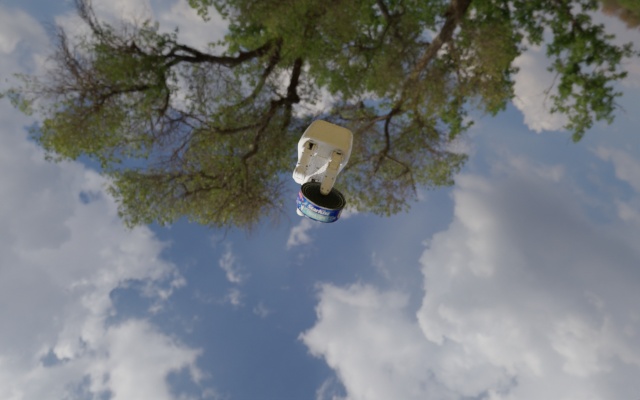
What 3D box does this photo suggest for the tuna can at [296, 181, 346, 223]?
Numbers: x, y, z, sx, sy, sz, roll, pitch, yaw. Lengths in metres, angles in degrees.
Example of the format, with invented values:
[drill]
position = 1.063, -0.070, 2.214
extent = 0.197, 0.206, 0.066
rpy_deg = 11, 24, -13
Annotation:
[tuna can]
position = 0.000, 0.003, 0.855
extent = 0.086, 0.034, 0.086
rpy_deg = 17, 29, -10
